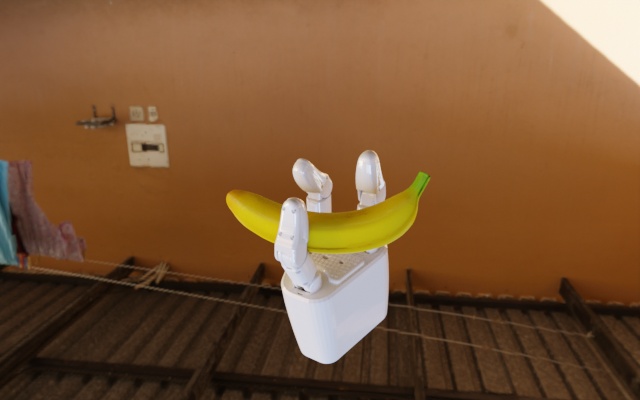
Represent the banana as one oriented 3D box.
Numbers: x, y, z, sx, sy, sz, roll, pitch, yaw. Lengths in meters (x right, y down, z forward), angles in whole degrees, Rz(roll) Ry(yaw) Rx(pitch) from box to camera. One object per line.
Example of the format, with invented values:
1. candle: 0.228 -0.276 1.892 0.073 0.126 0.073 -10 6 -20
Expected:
1. banana: 0.002 0.017 0.442 0.198 0.069 0.037 -4 -33 13
